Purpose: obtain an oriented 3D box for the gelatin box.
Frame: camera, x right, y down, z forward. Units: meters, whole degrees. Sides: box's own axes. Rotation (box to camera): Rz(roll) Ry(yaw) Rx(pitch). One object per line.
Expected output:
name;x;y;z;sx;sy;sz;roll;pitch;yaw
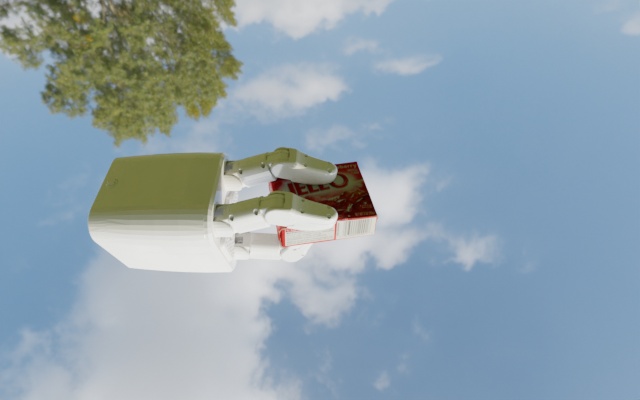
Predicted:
gelatin box;0.000;0.002;0.442;0.089;0.073;0.030;-7;-43;-10
